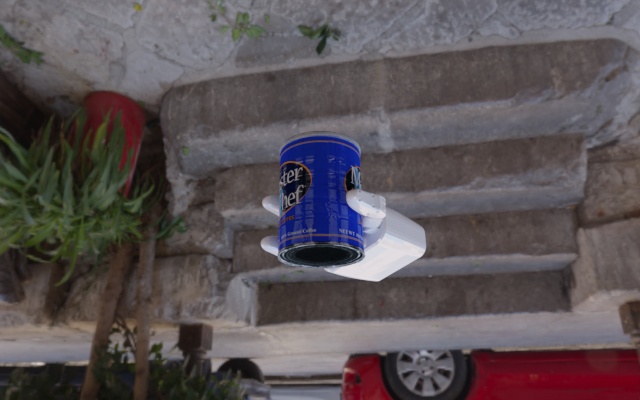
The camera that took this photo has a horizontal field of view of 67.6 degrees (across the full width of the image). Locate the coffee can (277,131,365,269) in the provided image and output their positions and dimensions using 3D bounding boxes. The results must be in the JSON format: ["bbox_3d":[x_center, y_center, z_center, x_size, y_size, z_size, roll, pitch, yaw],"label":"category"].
[{"bbox_3d":[0.000,0.002,0.580,0.103,0.140,0.103,0,-23,0],"label":"coffee can"}]
